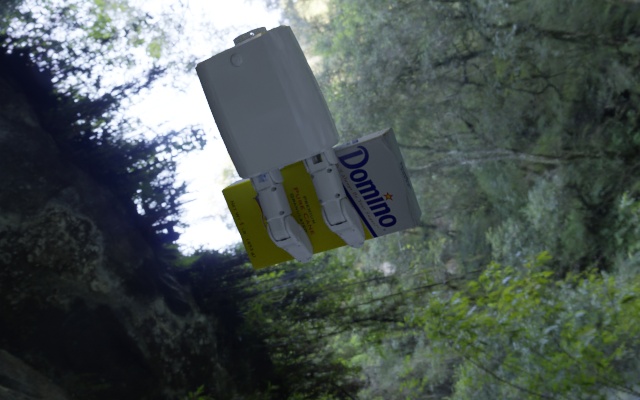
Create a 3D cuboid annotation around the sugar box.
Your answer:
[{"bbox_3d":[0.000,0.002,0.469,0.176,0.093,0.048,-17,12,22],"label":"sugar box"}]
